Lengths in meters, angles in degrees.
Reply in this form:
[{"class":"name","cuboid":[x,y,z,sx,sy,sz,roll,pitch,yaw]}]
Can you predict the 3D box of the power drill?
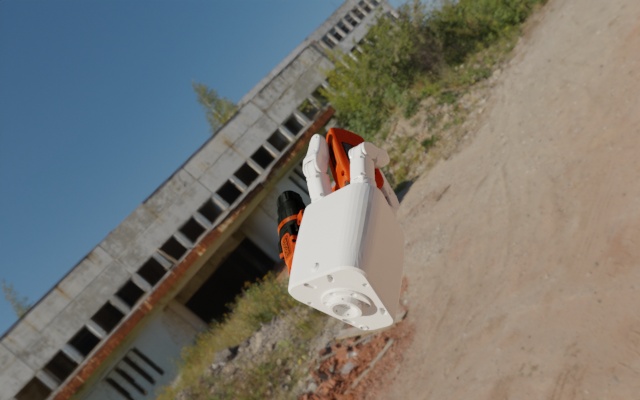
[{"class":"power drill","cuboid":[0.000,0.002,0.623,0.057,0.188,0.184,11,37,-27]}]
